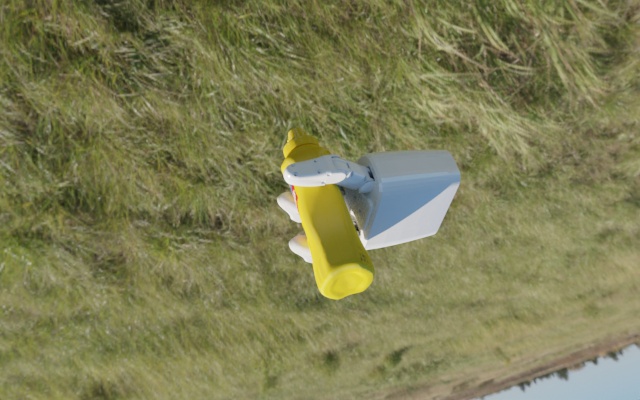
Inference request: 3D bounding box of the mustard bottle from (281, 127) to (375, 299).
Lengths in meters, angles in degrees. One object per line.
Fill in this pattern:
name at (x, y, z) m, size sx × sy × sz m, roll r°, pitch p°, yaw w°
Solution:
mustard bottle at (0.000, 0.002, 0.506) m, size 0.058 × 0.191 × 0.096 m, roll -19°, pitch -26°, yaw 0°
